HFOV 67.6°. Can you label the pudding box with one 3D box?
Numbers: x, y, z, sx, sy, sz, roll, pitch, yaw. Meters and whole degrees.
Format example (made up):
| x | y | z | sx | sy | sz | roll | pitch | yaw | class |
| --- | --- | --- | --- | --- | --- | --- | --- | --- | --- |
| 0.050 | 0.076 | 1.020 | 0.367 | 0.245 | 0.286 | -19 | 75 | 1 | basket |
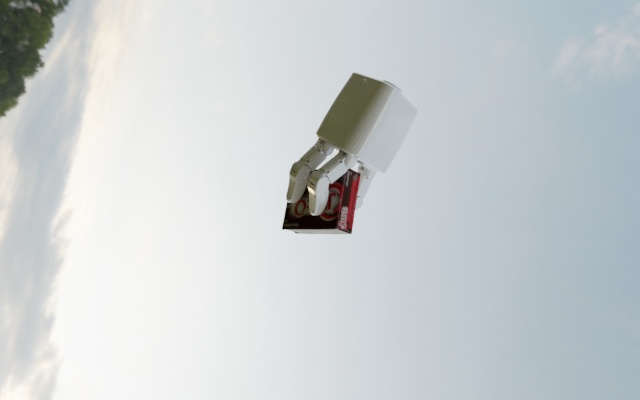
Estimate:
| x | y | z | sx | sy | sz | roll | pitch | yaw | class |
| --- | --- | --- | --- | --- | --- | --- | --- | --- | --- |
| 0.000 | 0.002 | 0.686 | 0.039 | 0.090 | 0.113 | 23 | -19 | -41 | pudding box |
